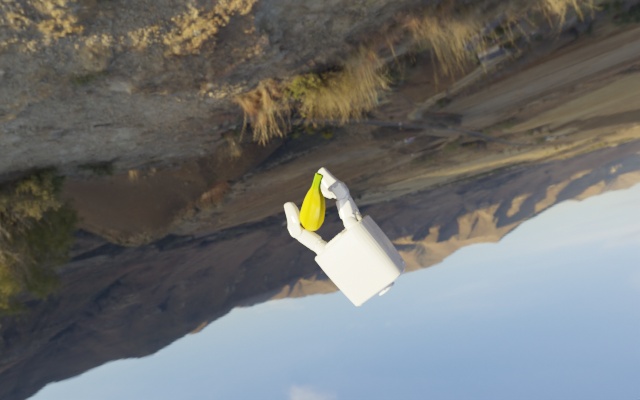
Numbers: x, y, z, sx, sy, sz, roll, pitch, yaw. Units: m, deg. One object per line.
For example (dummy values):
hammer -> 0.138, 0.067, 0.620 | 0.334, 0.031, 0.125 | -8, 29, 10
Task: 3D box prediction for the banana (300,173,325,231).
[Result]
banana -> -0.008, 0.018, 0.788 | 0.037, 0.069, 0.198 | 26, -14, 4
